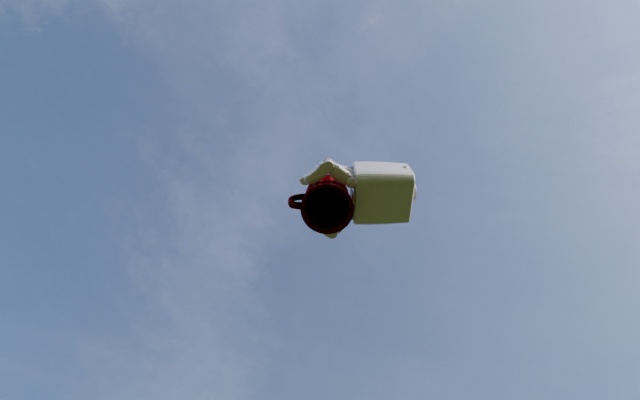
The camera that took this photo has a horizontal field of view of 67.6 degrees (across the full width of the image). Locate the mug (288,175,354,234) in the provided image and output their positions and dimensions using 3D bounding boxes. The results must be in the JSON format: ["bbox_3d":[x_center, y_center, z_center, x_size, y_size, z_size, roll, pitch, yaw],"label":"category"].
[{"bbox_3d":[-0.001,0.003,0.860,0.117,0.093,0.081,-1,19,1],"label":"mug"}]
